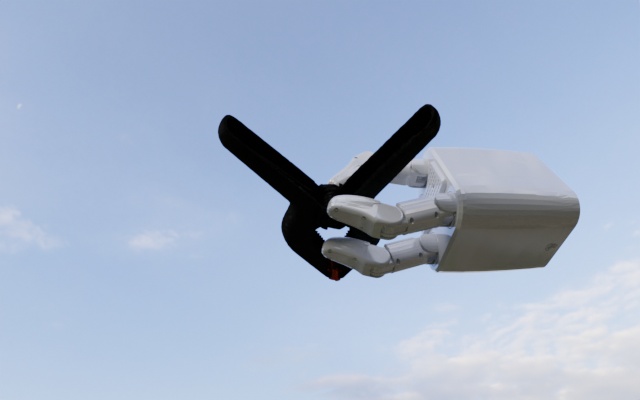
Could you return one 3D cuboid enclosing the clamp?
[{"bbox_3d":[0.000,0.001,0.418,0.164,0.036,0.210,2,-42,-4],"label":"clamp"}]
